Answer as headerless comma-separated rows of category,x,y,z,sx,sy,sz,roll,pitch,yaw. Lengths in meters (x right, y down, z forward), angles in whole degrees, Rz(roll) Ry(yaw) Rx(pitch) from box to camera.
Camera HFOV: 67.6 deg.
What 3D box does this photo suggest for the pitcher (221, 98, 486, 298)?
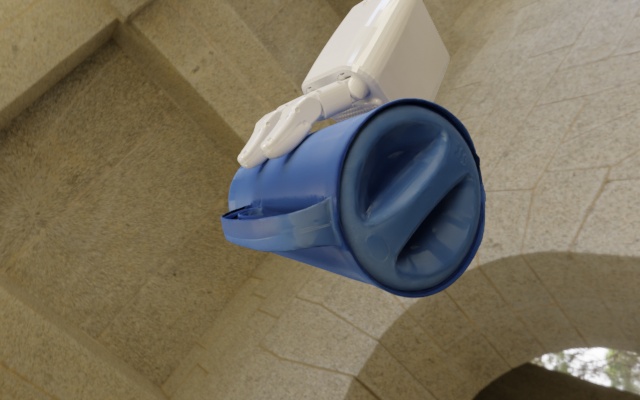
pitcher,0.000,0.001,0.411,0.149,0.145,0.243,34,-17,-26
